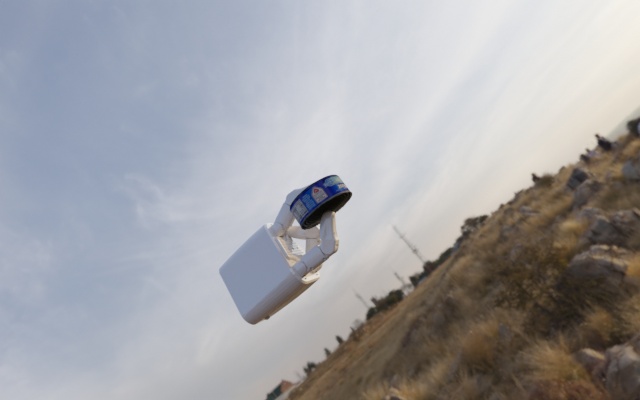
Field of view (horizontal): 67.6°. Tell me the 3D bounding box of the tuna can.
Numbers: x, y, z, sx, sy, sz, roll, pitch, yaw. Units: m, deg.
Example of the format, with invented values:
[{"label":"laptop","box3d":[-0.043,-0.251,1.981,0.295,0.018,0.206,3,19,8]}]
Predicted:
[{"label":"tuna can","box3d":[0.000,0.002,0.665,0.086,0.033,0.086,-33,-15,-10]}]
